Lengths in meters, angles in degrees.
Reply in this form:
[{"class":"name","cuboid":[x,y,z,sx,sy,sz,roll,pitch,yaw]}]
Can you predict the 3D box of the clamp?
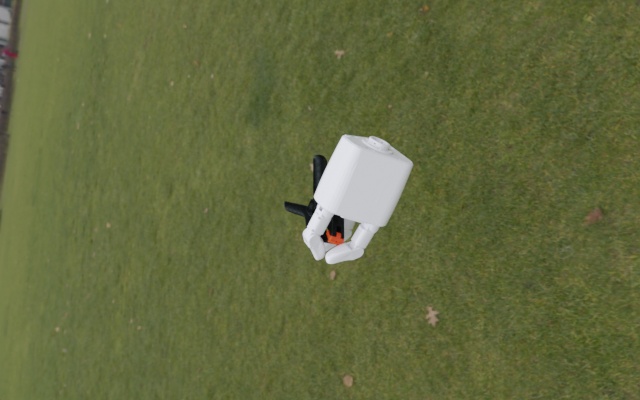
[{"class":"clamp","cuboid":[0.000,0.003,0.787,0.039,0.120,0.171,9,25,-36]}]
